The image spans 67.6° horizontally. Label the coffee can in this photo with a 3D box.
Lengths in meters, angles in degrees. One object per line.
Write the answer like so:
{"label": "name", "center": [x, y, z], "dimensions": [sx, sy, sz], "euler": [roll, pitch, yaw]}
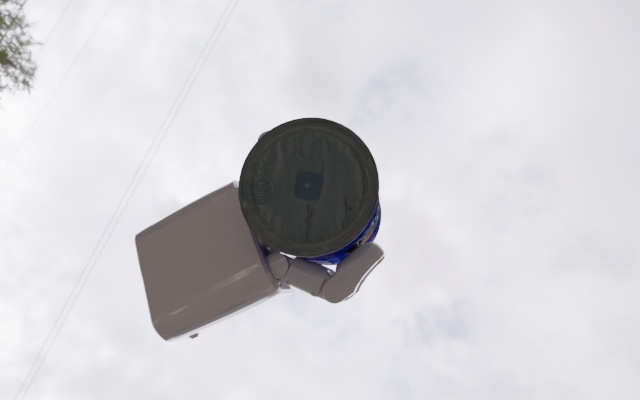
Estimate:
{"label": "coffee can", "center": [0.000, 0.001, 0.408], "dimensions": [0.103, 0.102, 0.140], "euler": [0, -10, 8]}
